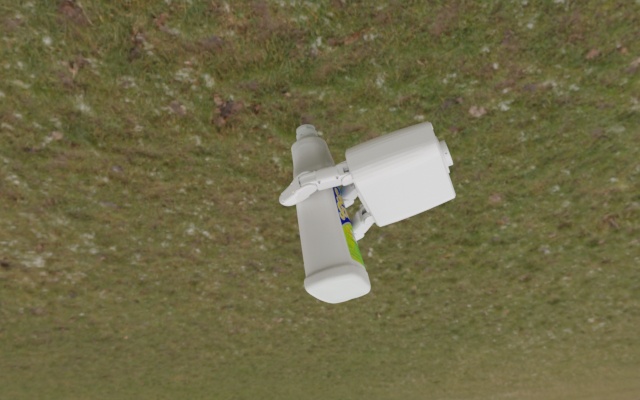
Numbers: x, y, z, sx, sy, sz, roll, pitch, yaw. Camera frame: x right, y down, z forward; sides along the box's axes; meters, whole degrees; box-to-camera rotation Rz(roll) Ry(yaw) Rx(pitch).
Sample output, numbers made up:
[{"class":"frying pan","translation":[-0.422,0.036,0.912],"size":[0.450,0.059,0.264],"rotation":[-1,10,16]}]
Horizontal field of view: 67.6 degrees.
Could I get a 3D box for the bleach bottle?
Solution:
[{"class":"bleach bottle","translation":[0.000,0.002,0.633],"size":[0.068,0.250,0.103],"rotation":[-20,-28,13]}]
